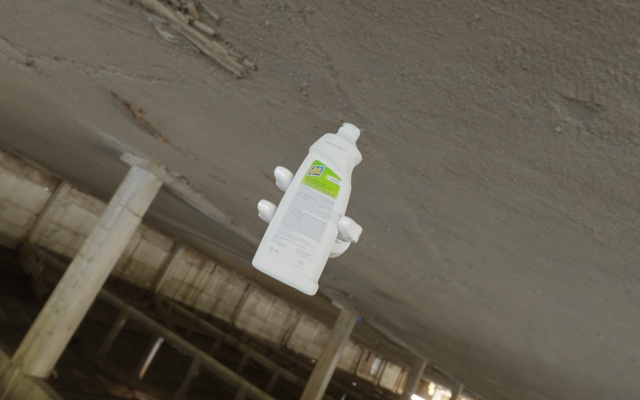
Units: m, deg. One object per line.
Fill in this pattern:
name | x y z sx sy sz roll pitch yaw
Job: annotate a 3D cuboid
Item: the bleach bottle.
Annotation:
bleach bottle | 0.000 0.002 0.695 0.102 0.250 0.068 27 -14 1
